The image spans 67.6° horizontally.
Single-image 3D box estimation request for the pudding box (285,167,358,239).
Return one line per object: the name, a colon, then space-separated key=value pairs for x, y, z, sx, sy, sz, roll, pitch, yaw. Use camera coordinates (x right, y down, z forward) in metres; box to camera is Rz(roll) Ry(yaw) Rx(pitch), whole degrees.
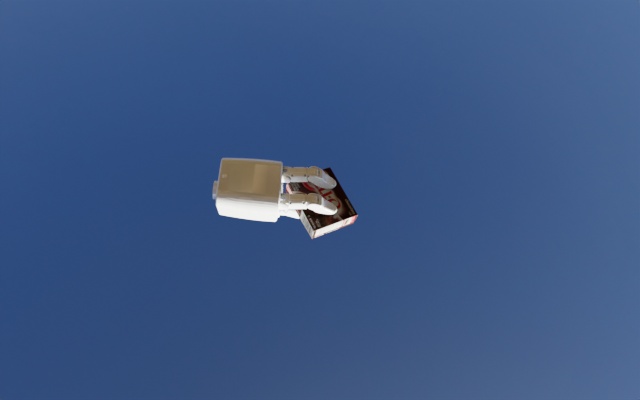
pudding box: x=0.000 y=0.003 z=0.857 sx=0.090 sy=0.113 sz=0.039 roll=-20 pitch=-23 yaw=-21
